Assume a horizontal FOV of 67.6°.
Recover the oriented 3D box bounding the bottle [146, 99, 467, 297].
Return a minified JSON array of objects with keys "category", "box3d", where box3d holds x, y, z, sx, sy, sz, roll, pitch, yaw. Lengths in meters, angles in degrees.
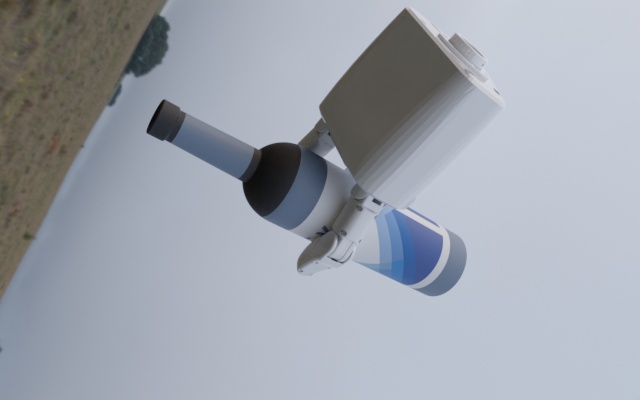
[{"category":"bottle","box3d":[0.000,0.001,0.402,0.296,0.069,0.069,28,-13,-26]}]
